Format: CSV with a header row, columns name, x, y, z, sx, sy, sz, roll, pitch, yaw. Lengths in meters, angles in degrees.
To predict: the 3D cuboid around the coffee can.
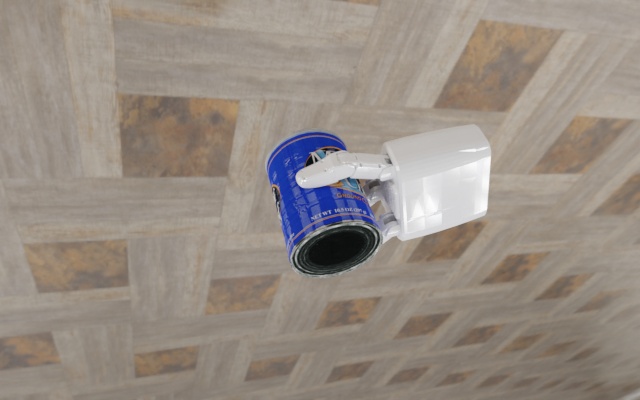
name,x,y,z,sx,sy,sz,roll,pitch,yaw
coffee can,0.000,0.002,0.545,0.103,0.140,0.103,-12,-37,-9
